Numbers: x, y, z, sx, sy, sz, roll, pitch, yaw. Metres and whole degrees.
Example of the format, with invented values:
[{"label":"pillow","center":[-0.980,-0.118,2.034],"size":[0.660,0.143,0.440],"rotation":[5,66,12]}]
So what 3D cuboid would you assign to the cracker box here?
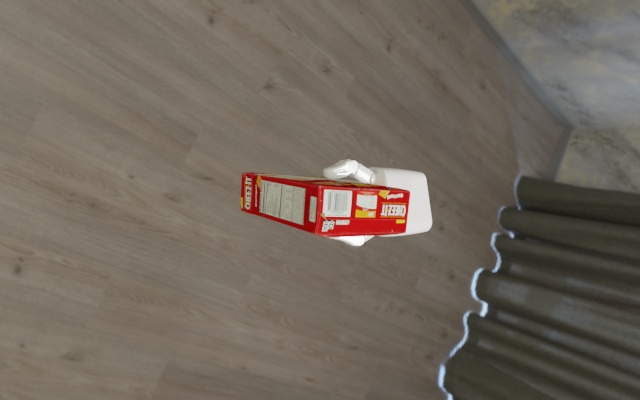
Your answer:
[{"label":"cracker box","center":[0.000,0.002,0.719],"size":[0.164,0.072,0.213],"rotation":[1,6,-36]}]
